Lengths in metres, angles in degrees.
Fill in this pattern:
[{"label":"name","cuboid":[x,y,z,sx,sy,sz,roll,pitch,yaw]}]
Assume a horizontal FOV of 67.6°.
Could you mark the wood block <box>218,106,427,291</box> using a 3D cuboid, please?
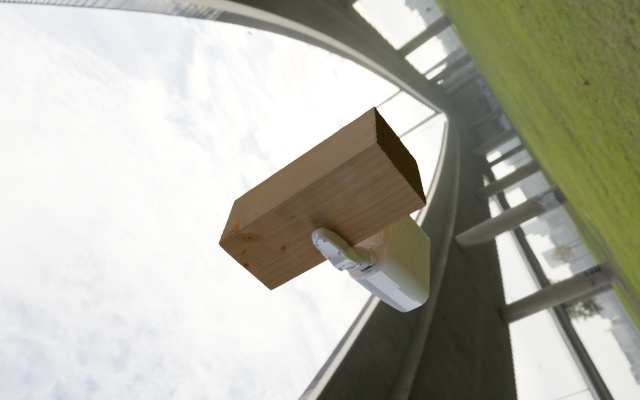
[{"label":"wood block","cuboid":[0.000,0.002,0.524,0.206,0.090,0.090,-32,27,22]}]
